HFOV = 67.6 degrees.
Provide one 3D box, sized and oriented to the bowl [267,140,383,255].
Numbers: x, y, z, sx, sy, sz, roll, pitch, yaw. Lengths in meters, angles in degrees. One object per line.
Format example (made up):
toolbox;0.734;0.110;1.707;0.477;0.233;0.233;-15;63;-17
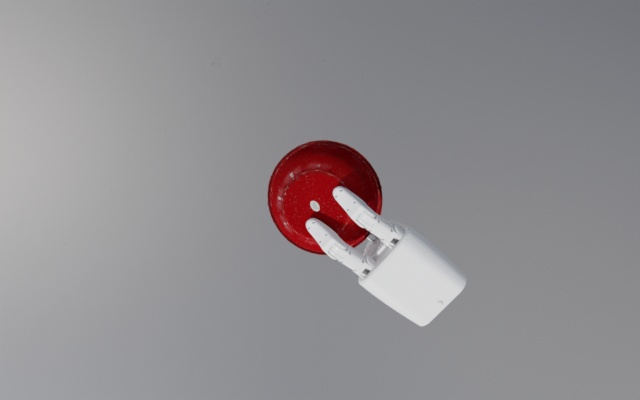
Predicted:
bowl;-0.001;0.002;0.635;0.162;0.162;0.055;0;10;11
